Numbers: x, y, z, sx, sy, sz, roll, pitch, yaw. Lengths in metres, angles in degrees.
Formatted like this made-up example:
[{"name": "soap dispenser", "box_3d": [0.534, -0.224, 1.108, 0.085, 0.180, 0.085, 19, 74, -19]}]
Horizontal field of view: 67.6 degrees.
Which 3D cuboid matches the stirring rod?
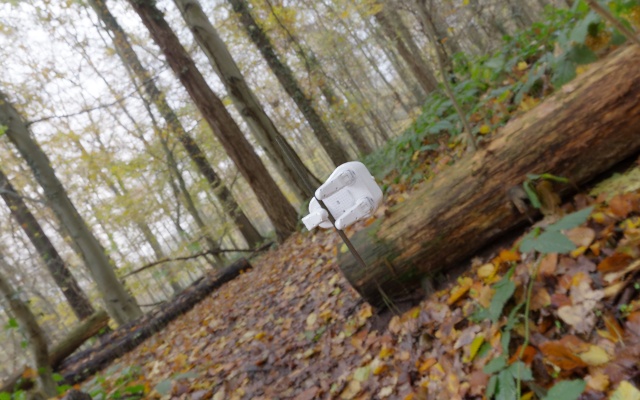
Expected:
[{"name": "stirring rod", "box_3d": [0.000, 0.002, 0.728, 0.011, 0.239, 0.011, -34, 0, 0]}]
